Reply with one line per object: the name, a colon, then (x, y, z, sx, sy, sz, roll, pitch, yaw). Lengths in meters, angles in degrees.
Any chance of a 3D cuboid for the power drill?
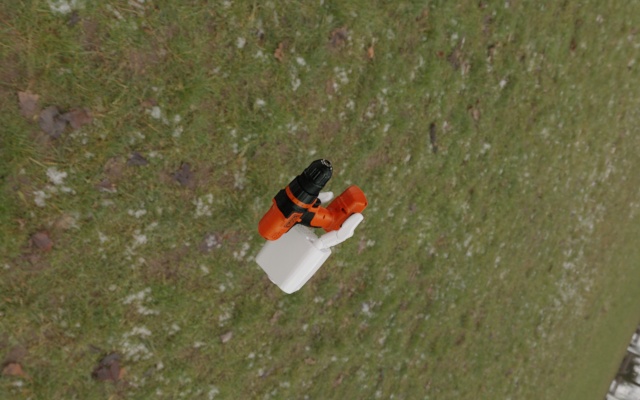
power drill: (0.000, 0.003, 0.856, 0.187, 0.057, 0.184, 7, -45, -49)
